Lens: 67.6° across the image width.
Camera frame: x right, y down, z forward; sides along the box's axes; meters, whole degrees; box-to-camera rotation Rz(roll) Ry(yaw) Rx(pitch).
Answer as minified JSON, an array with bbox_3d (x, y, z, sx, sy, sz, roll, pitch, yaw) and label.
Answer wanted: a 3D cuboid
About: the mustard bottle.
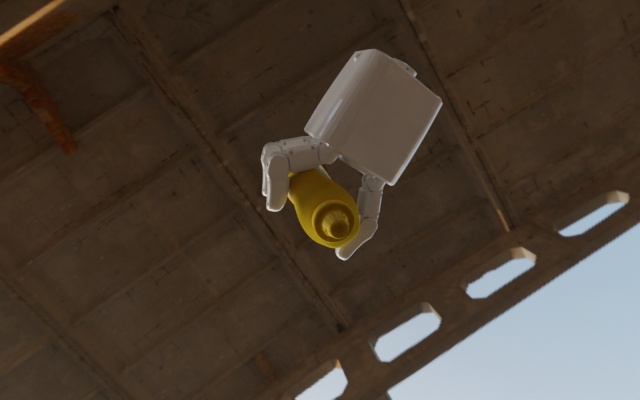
[{"bbox_3d":[0.000,0.002,0.523,0.058,0.096,0.191,-35,19,-1],"label":"mustard bottle"}]
